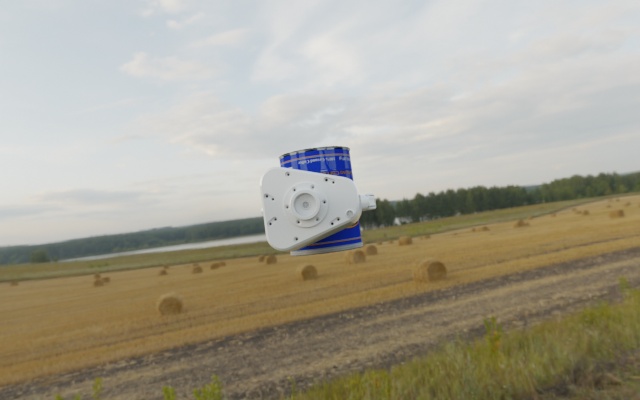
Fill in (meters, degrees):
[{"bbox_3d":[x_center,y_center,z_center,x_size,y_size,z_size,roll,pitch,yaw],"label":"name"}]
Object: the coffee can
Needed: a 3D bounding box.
[{"bbox_3d":[0.000,0.002,0.676,0.103,0.140,0.103,-7,-3,0],"label":"coffee can"}]
